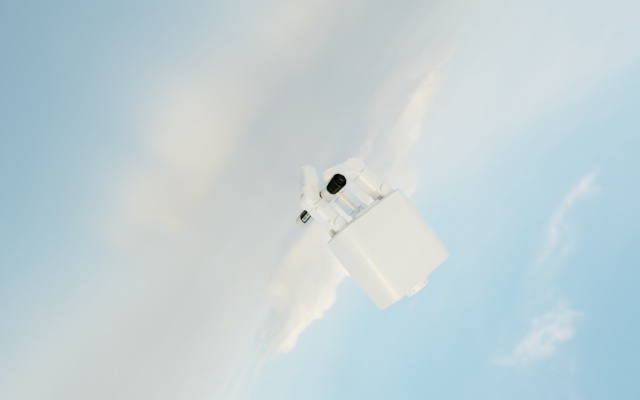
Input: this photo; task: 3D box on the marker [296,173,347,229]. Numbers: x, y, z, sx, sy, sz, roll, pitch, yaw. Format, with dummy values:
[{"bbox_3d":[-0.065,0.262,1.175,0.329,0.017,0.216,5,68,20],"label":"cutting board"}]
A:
[{"bbox_3d":[0.000,0.002,0.605,0.020,0.020,0.121,0,-29,-29],"label":"marker"}]
